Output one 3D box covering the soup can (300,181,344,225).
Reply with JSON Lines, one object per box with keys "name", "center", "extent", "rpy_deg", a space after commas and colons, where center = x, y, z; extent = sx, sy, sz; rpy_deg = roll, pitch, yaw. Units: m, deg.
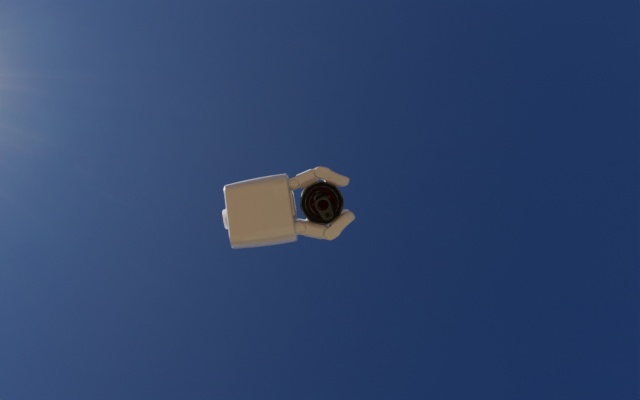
{"name": "soup can", "center": [0.001, 0.002, 0.791], "extent": [0.068, 0.068, 0.102], "rpy_deg": [0, 2, -2]}
